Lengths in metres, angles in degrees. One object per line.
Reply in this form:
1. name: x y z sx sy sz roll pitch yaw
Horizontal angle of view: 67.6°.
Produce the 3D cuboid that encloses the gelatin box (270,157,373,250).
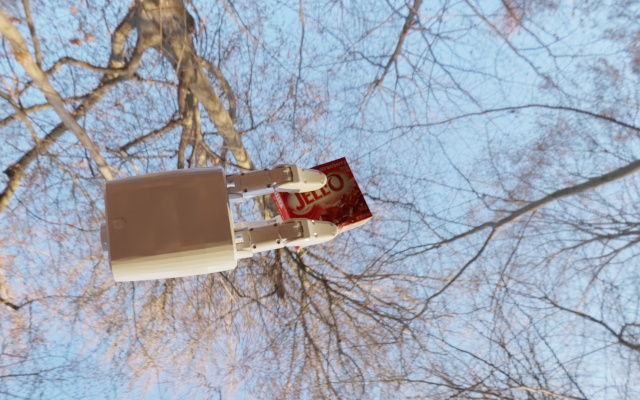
1. gelatin box: 0.000 0.002 0.501 0.089 0.073 0.030 -19 -13 -24
